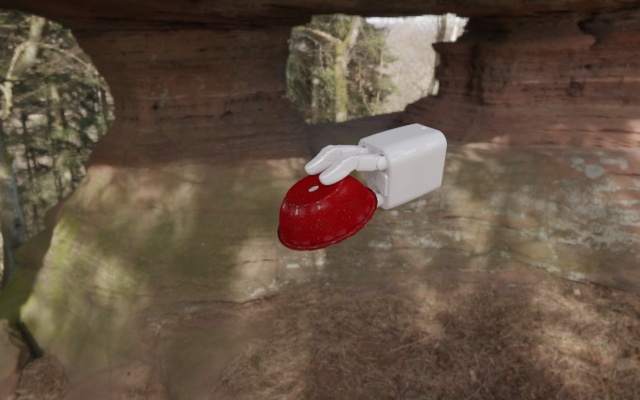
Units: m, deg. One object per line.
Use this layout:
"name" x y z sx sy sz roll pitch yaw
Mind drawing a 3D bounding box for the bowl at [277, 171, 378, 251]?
"bowl" -0.001 0.003 0.706 0.162 0.055 0.162 -18 29 11
